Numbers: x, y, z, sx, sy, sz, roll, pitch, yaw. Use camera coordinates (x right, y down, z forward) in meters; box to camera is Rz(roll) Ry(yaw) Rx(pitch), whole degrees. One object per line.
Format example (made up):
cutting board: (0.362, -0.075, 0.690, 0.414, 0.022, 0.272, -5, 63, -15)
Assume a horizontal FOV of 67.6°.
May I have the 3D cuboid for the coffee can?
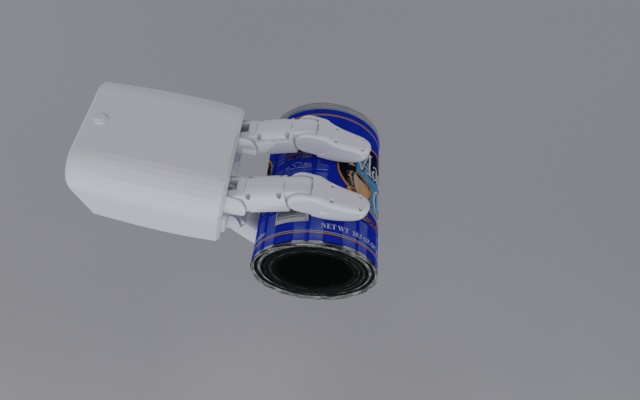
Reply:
coffee can: (0.000, 0.001, 0.416, 0.103, 0.140, 0.103, 4, -33, 2)
